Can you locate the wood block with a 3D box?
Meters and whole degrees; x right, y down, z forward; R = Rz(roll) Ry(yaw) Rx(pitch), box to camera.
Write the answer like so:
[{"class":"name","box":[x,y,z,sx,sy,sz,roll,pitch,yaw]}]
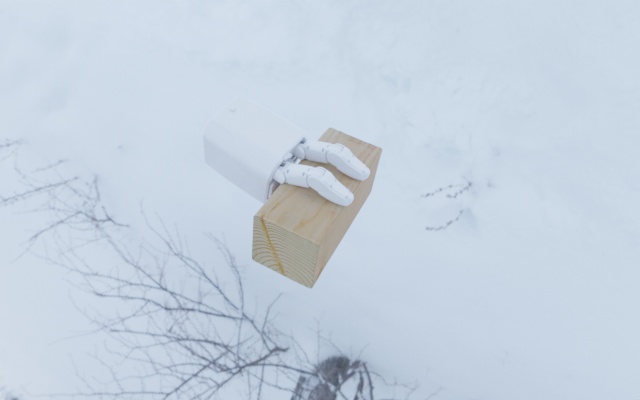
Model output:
[{"class":"wood block","box":[0.000,0.002,0.645,0.090,0.091,0.206,24,47,13]}]
